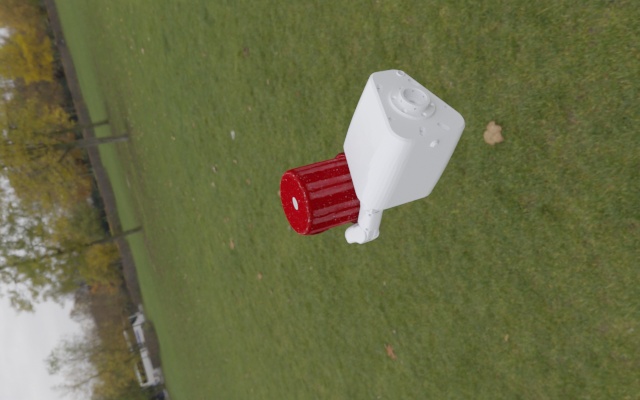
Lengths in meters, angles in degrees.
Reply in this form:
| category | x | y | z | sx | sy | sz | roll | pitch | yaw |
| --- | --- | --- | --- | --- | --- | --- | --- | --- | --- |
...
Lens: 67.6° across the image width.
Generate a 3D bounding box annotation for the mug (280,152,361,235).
| category | x | y | z | sx | sy | sz | roll | pitch | yaw |
| --- | --- | --- | --- | --- | --- | --- | --- | --- | --- |
| mug | 0.000 | 0.003 | 0.596 | 0.081 | 0.093 | 0.117 | -15 | -35 | -25 |
